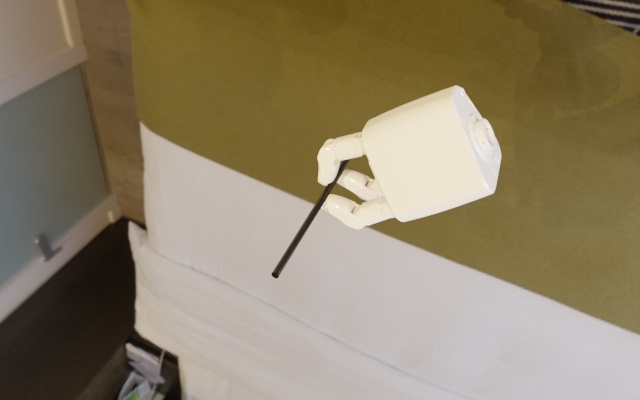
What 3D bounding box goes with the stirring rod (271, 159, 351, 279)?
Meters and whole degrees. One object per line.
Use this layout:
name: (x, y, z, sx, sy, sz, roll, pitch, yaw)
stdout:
stirring rod: (0.000, 0.002, 0.549, 0.011, 0.011, 0.239, 0, 36, 27)
